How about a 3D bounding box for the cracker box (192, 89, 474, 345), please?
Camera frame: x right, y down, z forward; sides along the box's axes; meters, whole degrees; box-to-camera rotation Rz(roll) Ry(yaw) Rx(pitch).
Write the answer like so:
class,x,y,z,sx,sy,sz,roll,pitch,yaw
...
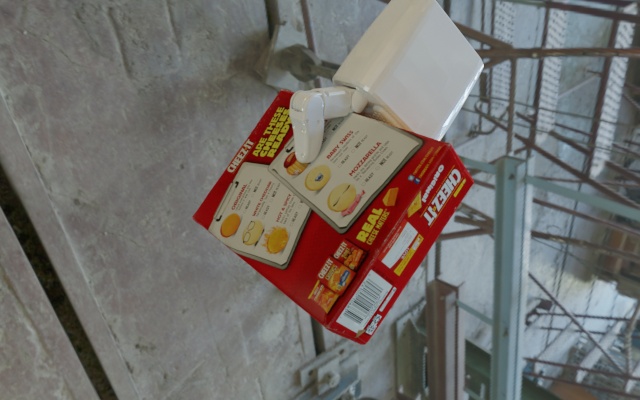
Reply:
class,x,y,z,sx,sy,sz,roll,pitch,yaw
cracker box,0.000,0.001,0.435,0.213,0.164,0.072,28,-8,44
